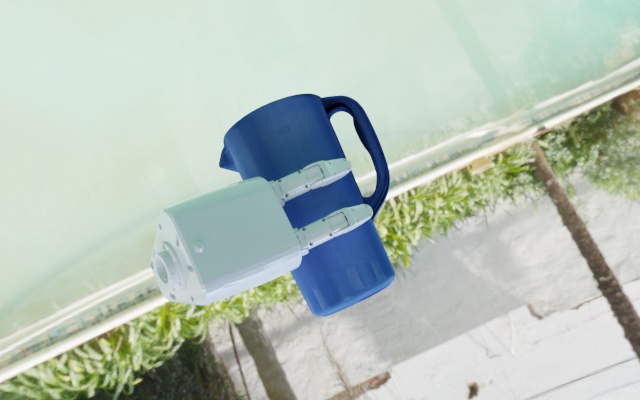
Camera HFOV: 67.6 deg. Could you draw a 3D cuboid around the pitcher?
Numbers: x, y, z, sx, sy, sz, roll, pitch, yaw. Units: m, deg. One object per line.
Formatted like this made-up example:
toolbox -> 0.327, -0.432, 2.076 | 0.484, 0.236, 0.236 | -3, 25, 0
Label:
pitcher -> 0.000, 0.002, 0.567 | 0.145, 0.243, 0.149 | -19, -10, -40
